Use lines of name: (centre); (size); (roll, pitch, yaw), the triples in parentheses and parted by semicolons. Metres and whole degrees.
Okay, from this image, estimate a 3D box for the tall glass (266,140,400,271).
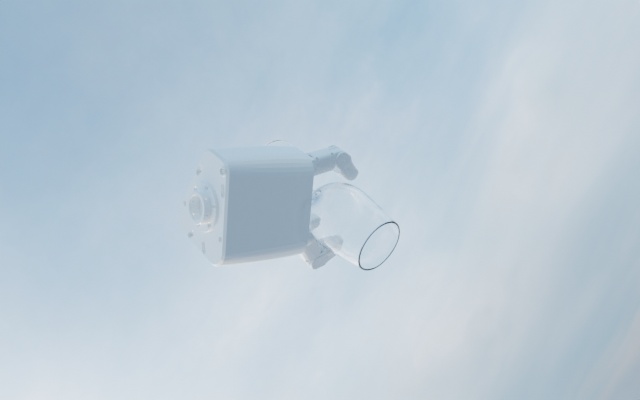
tall glass: (0.000, 0.001, 0.567); (0.079, 0.079, 0.201); (0, 28, -47)
